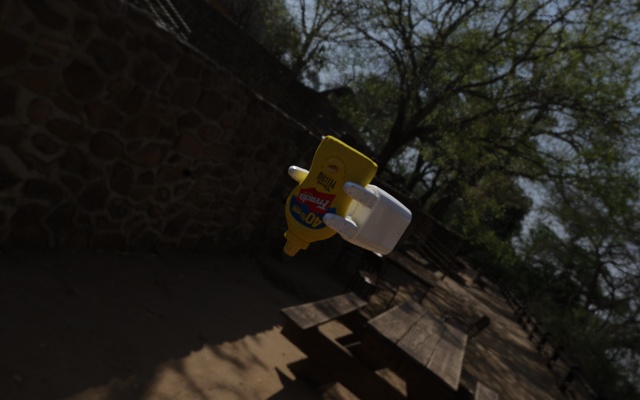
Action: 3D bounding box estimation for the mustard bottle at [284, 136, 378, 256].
[{"bbox_3d":[0.000,0.002,0.742,0.096,0.191,0.058,34,5,23],"label":"mustard bottle"}]
